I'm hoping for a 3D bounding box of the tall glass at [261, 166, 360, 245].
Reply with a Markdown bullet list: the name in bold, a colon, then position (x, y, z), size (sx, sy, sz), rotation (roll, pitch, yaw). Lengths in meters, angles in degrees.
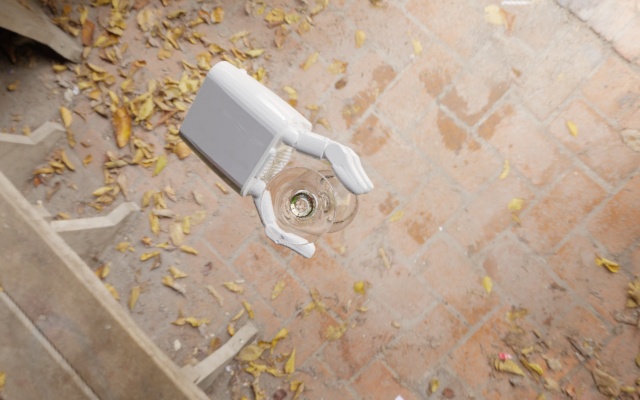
- **tall glass**: position (0.000, 0.002, 0.543), size (0.079, 0.079, 0.201), rotation (0, 2, 13)
